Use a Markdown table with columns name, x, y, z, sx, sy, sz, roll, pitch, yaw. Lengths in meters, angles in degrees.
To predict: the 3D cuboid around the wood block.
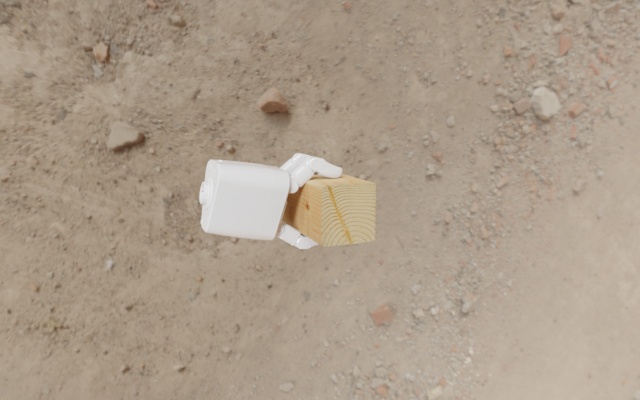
| name | x | y | z | sx | sy | sz | roll | pitch | yaw |
| --- | --- | --- | --- | --- | --- | --- | --- | --- | --- |
| wood block | 0.000 | 0.003 | 0.777 | 0.090 | 0.091 | 0.206 | -5 | 12 | -23 |
